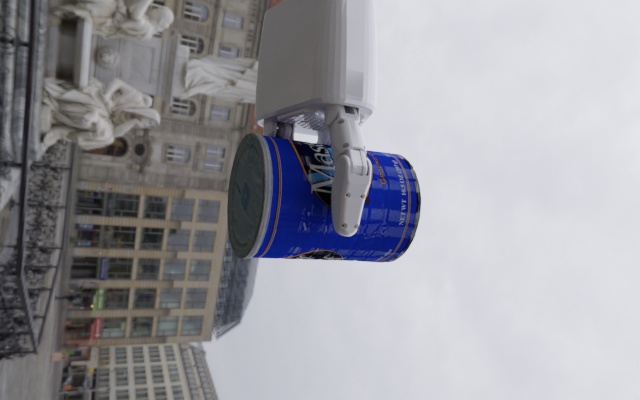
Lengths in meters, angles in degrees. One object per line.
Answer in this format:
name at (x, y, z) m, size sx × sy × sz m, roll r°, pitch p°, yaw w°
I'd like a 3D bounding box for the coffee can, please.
coffee can at (0.000, 0.002, 0.418) m, size 0.140 × 0.103 × 0.103 m, roll 5°, pitch -2°, yaw -25°
